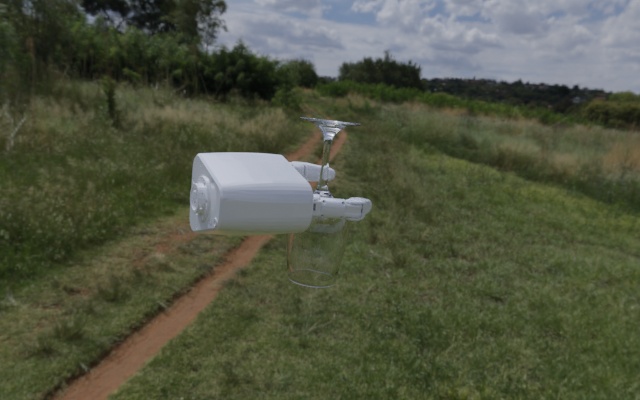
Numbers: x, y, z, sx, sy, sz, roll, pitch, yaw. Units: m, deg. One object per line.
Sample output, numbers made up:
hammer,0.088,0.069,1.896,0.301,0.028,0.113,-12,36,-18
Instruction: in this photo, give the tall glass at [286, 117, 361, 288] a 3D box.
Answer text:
tall glass,0.000,0.001,0.588,0.079,0.201,0.079,6,10,-1
